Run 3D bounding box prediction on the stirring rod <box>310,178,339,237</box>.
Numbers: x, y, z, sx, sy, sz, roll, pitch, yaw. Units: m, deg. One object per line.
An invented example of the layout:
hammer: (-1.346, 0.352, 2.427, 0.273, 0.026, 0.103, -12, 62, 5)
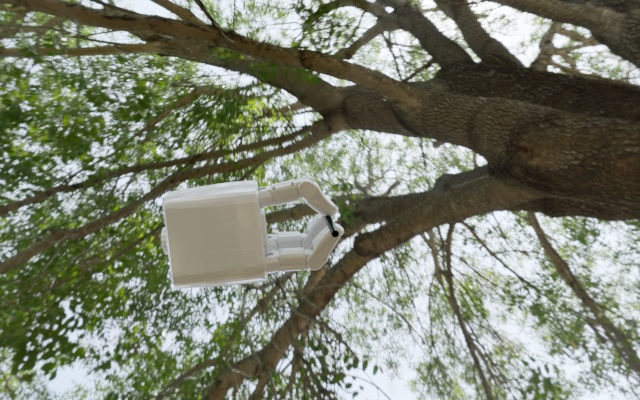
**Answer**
stirring rod: (0.000, 0.002, 0.630, 0.011, 0.011, 0.239, 0, 16, -8)
